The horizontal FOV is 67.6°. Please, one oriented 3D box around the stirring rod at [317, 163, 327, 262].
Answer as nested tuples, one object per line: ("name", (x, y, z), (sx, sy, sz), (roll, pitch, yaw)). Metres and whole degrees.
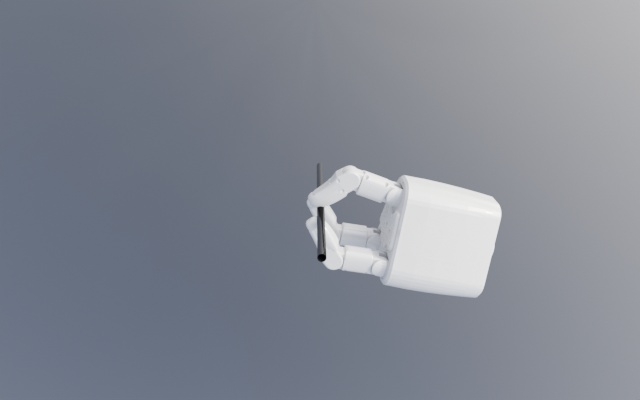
("stirring rod", (0.000, 0.002, 0.519), (0.011, 0.011, 0.239), (0, 23, -1))
